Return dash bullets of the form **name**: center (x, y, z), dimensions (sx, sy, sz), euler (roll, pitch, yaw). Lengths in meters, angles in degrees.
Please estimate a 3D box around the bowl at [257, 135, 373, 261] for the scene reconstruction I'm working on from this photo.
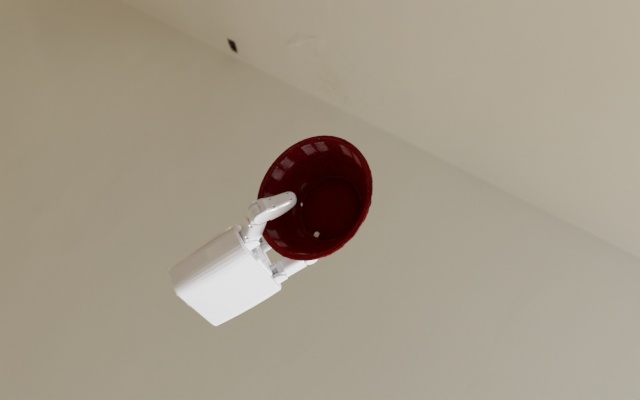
- **bowl**: center (0.001, 0.002, 0.603), dimensions (0.162, 0.162, 0.055), euler (0, -18, 30)
